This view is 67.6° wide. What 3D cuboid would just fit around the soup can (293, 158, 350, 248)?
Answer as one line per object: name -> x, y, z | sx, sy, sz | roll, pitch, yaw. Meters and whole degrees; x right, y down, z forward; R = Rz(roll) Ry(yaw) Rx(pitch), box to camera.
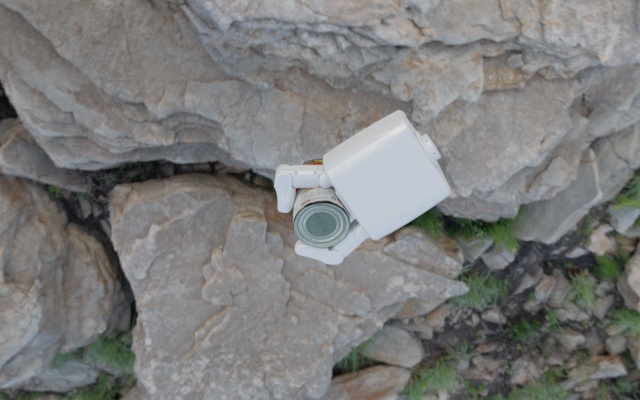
soup can -> 0.000, 0.002, 0.590 | 0.068, 0.068, 0.102 | 0, 34, -2
